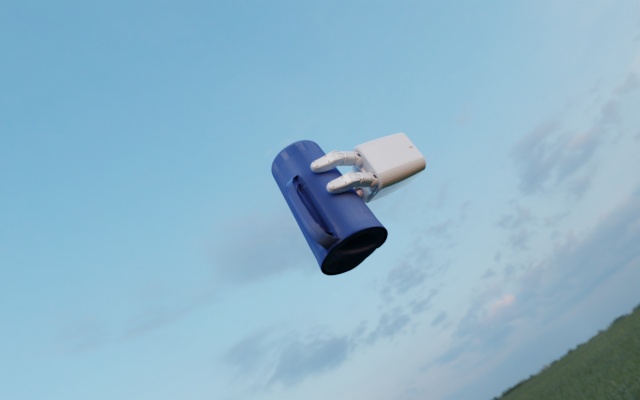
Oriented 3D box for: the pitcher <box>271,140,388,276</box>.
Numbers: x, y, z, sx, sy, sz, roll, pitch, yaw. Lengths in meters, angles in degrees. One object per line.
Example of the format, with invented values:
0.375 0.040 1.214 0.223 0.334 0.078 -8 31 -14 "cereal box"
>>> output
0.000 0.003 0.864 0.145 0.242 0.149 -21 -32 -20 "pitcher"
